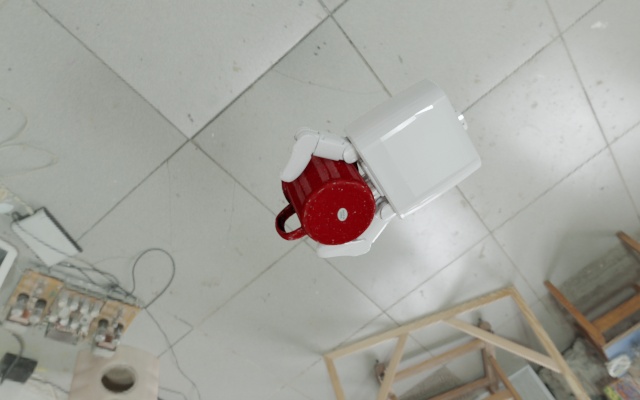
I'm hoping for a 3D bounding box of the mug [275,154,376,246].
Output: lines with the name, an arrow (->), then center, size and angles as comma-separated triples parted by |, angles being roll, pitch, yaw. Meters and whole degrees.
mug -> -0.001, 0.003, 0.521 | 0.117, 0.093, 0.081 | -34, 33, 5
